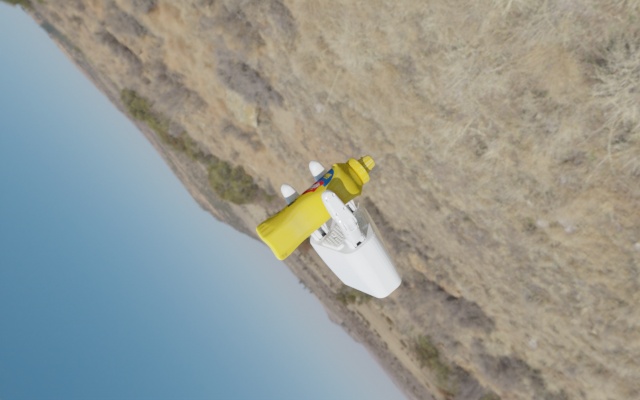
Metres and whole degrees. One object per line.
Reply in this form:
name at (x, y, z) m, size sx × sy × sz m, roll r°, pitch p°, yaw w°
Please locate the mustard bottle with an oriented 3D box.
mustard bottle at (0.000, 0.002, 0.672) m, size 0.191 × 0.058 × 0.096 m, roll -39°, pitch 6°, yaw -7°
